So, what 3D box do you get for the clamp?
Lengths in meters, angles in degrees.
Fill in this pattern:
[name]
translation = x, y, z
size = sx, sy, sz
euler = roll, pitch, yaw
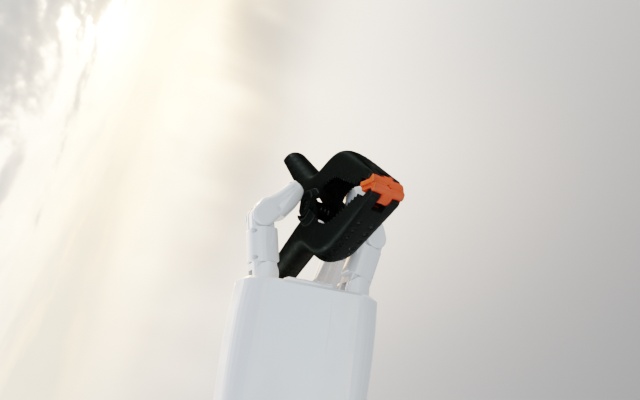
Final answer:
[clamp]
translation = 0.000, 0.001, 0.428
size = 0.036, 0.164, 0.210
euler = 18, -26, -24
